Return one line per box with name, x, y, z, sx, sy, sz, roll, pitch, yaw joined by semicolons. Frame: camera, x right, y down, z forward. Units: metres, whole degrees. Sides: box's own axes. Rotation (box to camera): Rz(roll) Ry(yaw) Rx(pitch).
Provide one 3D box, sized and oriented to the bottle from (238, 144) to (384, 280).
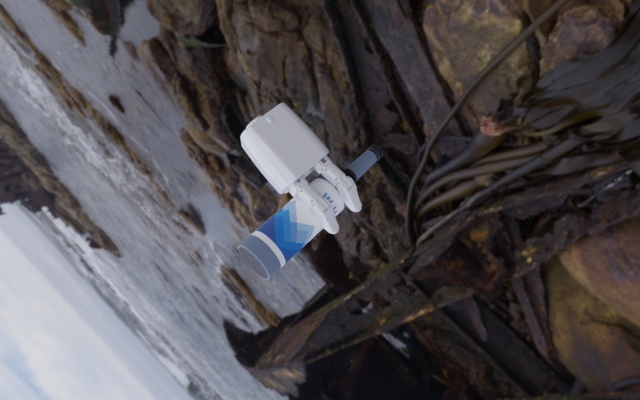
bottle;0.000;0.003;0.763;0.295;0.069;0.069;-42;21;-25
